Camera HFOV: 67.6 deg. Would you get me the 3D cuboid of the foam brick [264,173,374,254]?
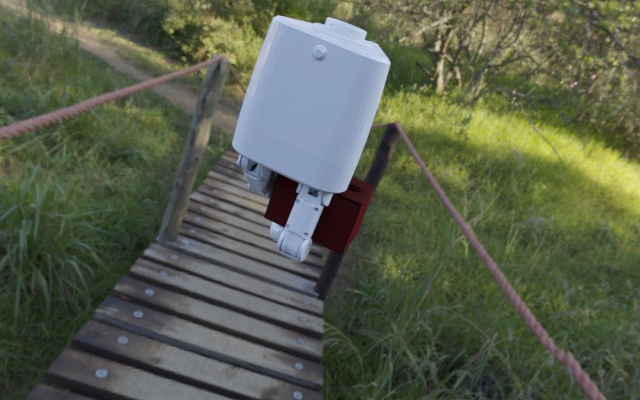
[{"bbox_3d":[0.000,0.002,0.418,0.078,0.051,0.053,25,24,9],"label":"foam brick"}]
